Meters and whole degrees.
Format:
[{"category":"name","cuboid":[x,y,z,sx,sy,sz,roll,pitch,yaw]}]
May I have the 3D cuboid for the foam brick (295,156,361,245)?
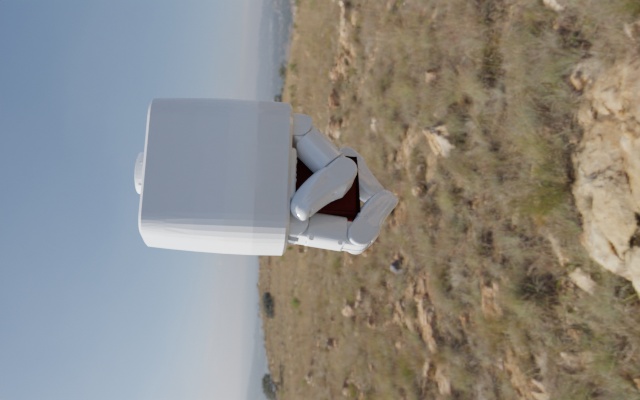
[{"category":"foam brick","cuboid":[0.000,0.002,0.408,0.051,0.053,0.078,3,-27,-8]}]
